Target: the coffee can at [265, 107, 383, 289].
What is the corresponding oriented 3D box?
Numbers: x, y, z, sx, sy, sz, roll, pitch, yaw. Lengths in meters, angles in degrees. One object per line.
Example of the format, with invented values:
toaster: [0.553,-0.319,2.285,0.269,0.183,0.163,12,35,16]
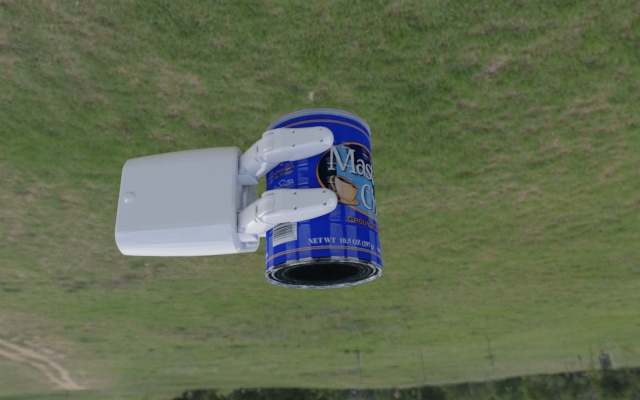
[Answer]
coffee can: [0.000,0.001,0.440,0.103,0.140,0.103,-2,-22,-1]
